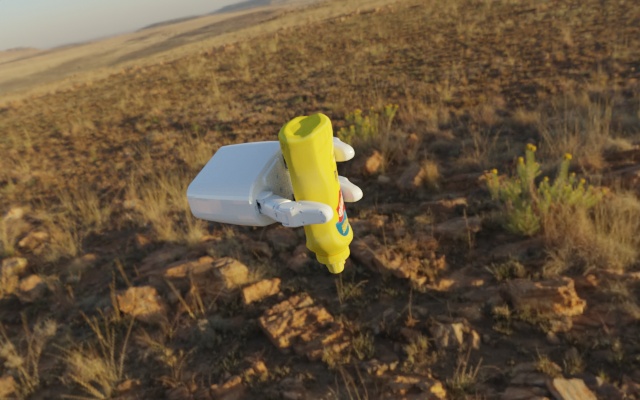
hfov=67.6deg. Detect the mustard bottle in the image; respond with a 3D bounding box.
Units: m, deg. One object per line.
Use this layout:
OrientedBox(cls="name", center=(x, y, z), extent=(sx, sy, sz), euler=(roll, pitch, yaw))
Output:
OrientedBox(cls="mustard bottle", center=(0.000, 0.002, 0.562), extent=(0.058, 0.192, 0.096), euler=(-9, 24, 8))
